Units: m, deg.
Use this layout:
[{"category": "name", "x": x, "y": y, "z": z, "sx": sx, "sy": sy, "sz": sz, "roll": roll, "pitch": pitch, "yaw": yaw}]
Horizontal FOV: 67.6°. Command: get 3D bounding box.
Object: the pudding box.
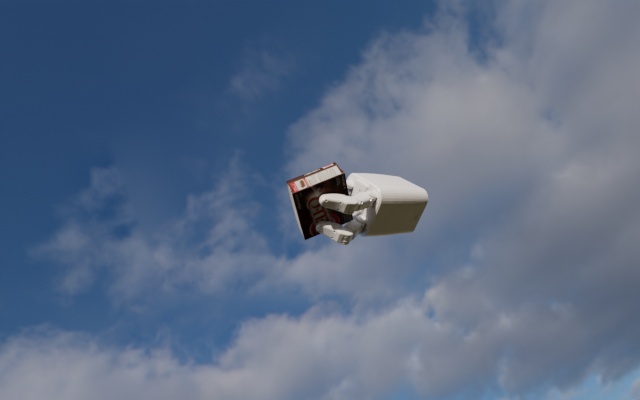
[{"category": "pudding box", "x": 0.000, "y": 0.002, "z": 0.775, "sx": 0.090, "sy": 0.114, "sz": 0.039, "roll": -23, "pitch": 42, "yaw": -10}]
